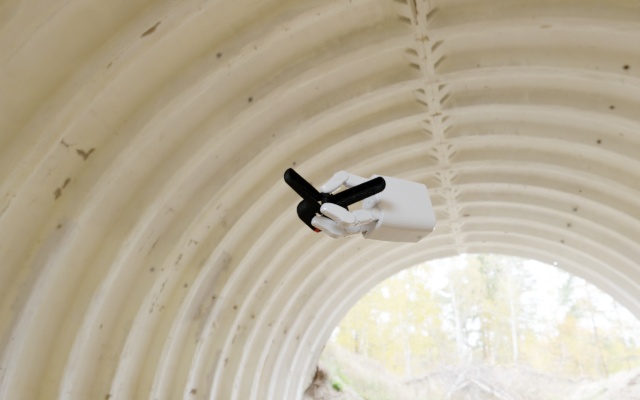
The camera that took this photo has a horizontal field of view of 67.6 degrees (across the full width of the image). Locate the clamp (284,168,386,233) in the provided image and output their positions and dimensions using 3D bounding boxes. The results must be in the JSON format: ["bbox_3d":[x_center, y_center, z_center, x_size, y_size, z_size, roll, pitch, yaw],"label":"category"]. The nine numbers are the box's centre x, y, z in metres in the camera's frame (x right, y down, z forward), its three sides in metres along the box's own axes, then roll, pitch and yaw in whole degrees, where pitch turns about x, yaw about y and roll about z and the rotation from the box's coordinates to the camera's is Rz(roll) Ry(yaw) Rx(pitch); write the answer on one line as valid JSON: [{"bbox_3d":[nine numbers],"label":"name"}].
[{"bbox_3d":[0.000,0.002,0.832,0.164,0.036,0.210,9,-27,-14],"label":"clamp"}]
